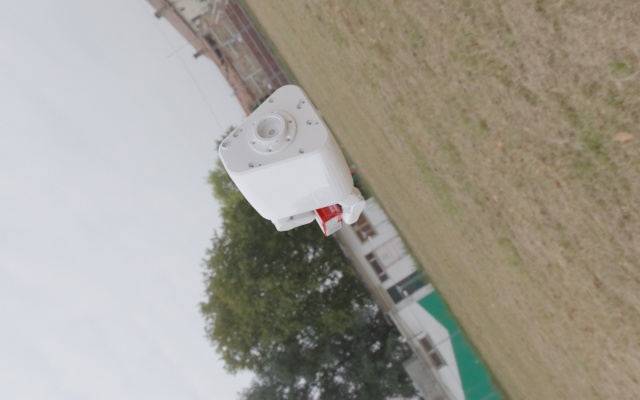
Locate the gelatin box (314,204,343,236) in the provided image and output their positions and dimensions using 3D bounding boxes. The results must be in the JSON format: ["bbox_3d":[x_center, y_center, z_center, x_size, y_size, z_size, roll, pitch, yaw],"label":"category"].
[{"bbox_3d":[0.000,0.002,0.635,0.030,0.073,0.089,-29,-15,-5],"label":"gelatin box"}]
